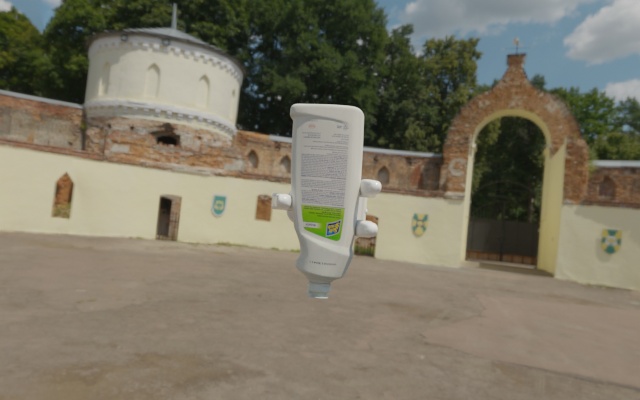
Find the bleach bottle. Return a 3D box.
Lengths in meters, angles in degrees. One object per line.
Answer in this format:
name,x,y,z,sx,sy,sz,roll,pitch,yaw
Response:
bleach bottle,0.000,0.002,0.639,0.102,0.251,0.068,5,-2,14
